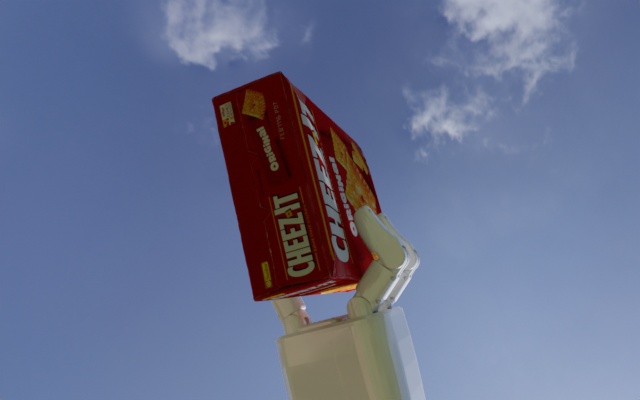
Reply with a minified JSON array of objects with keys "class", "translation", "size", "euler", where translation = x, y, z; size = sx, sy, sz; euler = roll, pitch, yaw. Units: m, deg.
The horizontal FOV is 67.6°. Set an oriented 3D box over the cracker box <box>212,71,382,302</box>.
[{"class":"cracker box","translation":[0.000,0.002,0.442],"size":[0.072,0.164,0.214],"euler":[-19,-15,17]}]
